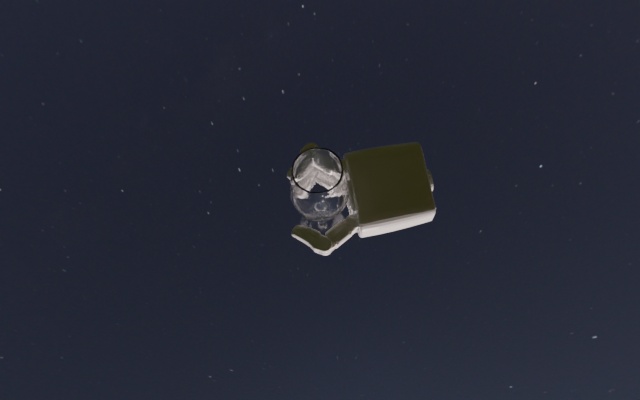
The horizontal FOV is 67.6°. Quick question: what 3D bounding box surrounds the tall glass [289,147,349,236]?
[{"bbox_3d":[0.000,0.003,0.656,0.079,0.079,0.201,0,-23,3],"label":"tall glass"}]
